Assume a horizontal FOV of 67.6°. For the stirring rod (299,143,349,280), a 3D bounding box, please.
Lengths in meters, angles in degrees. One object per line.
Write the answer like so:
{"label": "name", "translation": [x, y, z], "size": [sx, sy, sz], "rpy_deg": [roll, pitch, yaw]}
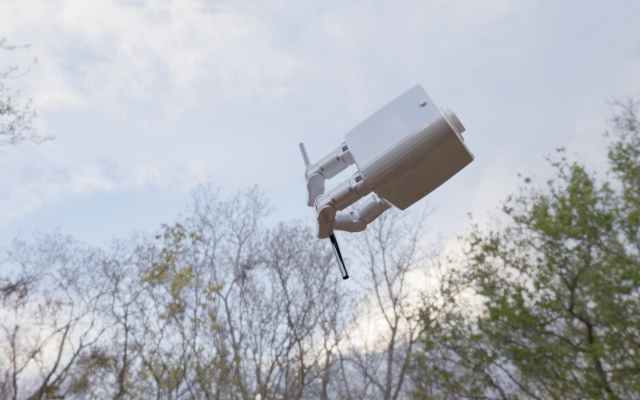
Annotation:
{"label": "stirring rod", "translation": [0.000, 0.002, 0.603], "size": [0.011, 0.011, 0.239], "rpy_deg": [0, 43, -18]}
